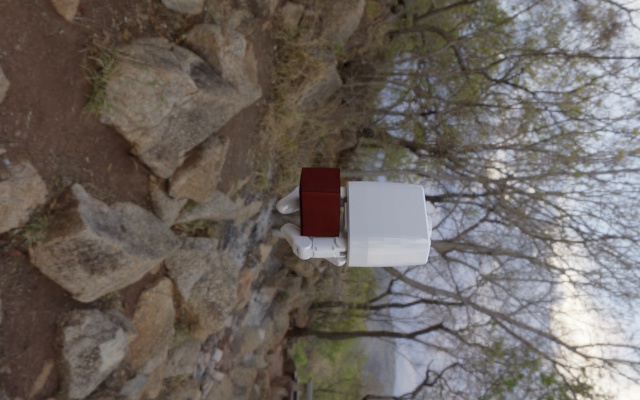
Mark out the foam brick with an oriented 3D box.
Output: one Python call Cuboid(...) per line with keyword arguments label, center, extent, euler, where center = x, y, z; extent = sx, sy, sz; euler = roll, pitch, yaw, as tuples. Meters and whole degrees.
Cuboid(label="foam brick", center=(0.000, 0.002, 0.619), extent=(0.051, 0.078, 0.053), euler=(1, 40, 2))
